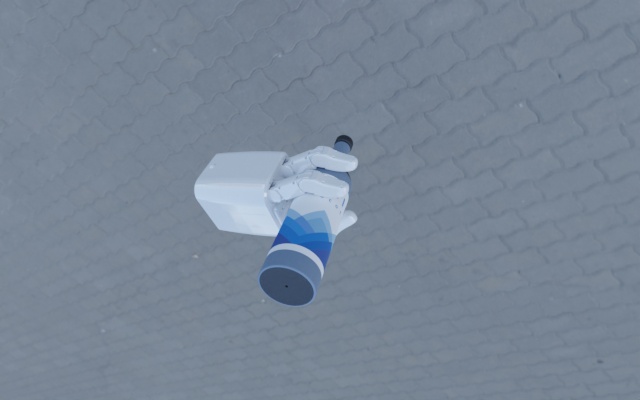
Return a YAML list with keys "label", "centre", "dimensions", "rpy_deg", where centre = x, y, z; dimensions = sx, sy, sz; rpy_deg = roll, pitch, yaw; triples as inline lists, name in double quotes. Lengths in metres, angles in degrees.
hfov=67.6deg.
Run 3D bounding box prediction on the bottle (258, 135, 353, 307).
- label: "bottle"
  centre: [0.000, 0.002, 0.624]
  dimensions: [0.069, 0.069, 0.295]
  rpy_deg: [0, 39, 19]
